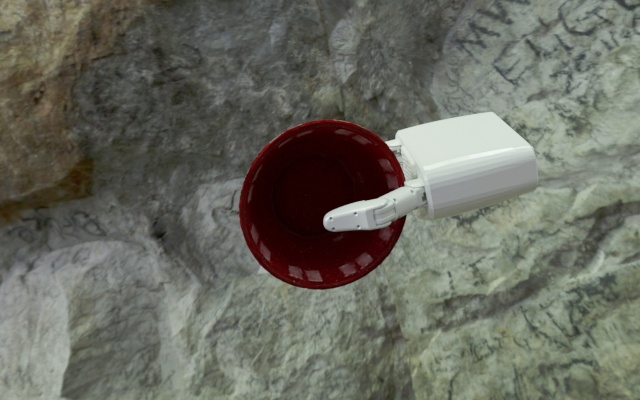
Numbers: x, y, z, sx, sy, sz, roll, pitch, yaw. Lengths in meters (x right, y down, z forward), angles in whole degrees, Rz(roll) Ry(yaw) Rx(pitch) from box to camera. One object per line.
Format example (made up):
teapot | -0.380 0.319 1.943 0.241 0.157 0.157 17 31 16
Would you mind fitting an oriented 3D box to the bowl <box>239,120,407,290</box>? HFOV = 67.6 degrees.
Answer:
bowl | -0.001 0.001 0.464 0.162 0.162 0.055 0 13 -15
